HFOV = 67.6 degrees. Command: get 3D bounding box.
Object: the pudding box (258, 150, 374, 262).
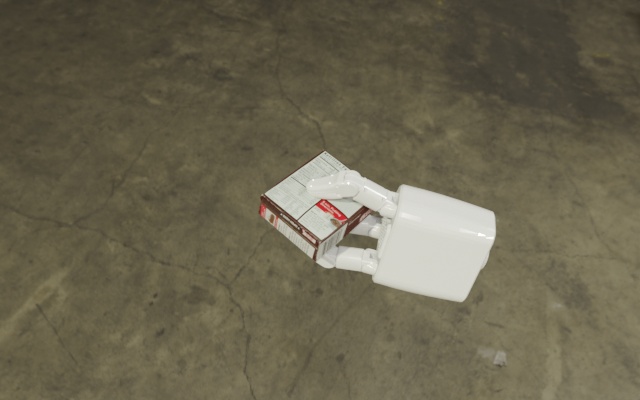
[{"bbox_3d":[0.000,0.002,0.542,0.090,0.039,0.113,38,51,19],"label":"pudding box"}]
